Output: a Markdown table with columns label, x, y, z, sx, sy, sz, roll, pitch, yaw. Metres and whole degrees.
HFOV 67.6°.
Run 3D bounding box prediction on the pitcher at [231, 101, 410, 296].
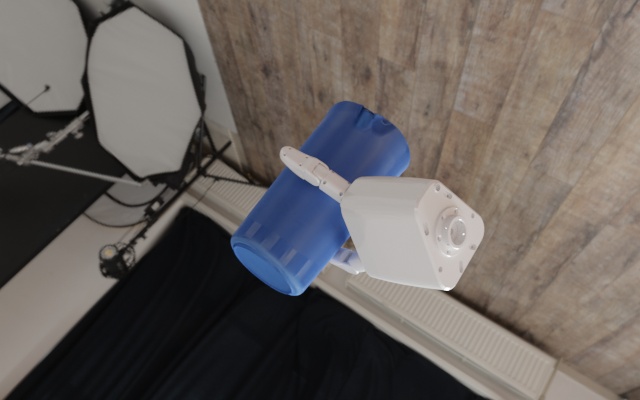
| label | x | y | z | sx | sy | sz | roll | pitch | yaw |
| --- | --- | --- | --- | --- | --- | --- | --- | --- | --- |
| pitcher | 0.000 | 0.002 | 0.621 | 0.145 | 0.242 | 0.149 | 6 | -40 | 50 |
